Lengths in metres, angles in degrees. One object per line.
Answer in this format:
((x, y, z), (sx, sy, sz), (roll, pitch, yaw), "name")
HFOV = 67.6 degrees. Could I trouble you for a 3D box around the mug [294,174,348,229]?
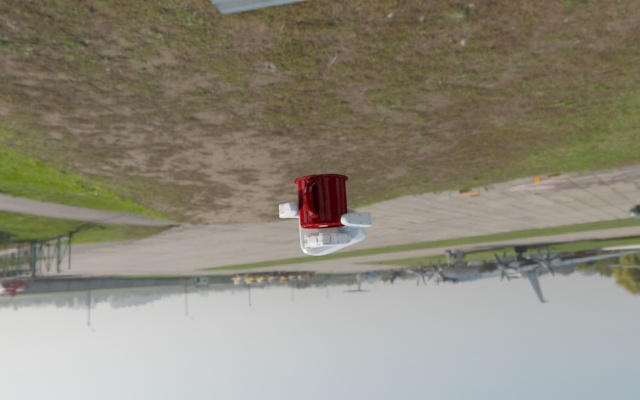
((0.000, 0.003, 0.794), (0.093, 0.081, 0.117), (-6, -9, 16), "mug")
